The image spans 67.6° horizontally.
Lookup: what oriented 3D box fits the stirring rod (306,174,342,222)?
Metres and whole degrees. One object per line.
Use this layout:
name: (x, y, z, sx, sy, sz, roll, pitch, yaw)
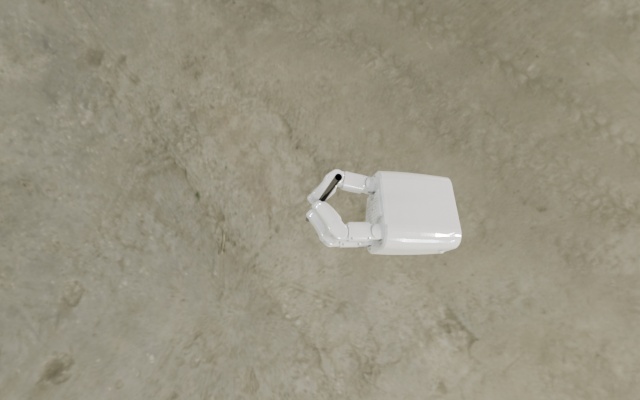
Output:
stirring rod: (0.000, 0.002, 0.630, 0.011, 0.011, 0.239, 0, -13, -10)
